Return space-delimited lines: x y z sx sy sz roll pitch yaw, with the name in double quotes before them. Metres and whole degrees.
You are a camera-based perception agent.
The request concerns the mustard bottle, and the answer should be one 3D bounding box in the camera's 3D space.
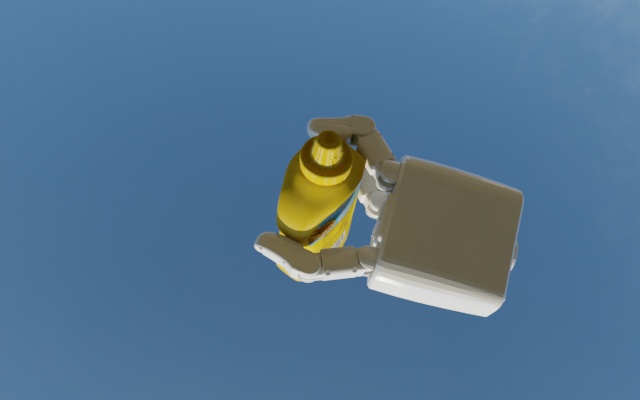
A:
"mustard bottle" 0.000 0.001 0.429 0.058 0.096 0.192 37 -25 14
